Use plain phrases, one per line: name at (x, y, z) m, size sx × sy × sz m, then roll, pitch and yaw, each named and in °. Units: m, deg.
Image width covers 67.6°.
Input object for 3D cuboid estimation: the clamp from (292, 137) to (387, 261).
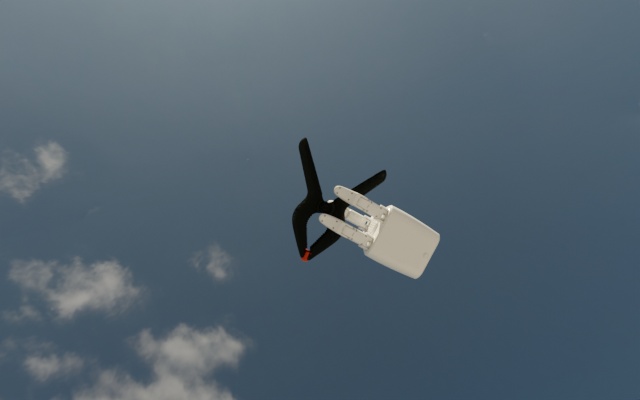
clamp at (0.000, 0.003, 0.844) m, size 0.164 × 0.210 × 0.036 m, roll 28°, pitch 0°, yaw -5°
